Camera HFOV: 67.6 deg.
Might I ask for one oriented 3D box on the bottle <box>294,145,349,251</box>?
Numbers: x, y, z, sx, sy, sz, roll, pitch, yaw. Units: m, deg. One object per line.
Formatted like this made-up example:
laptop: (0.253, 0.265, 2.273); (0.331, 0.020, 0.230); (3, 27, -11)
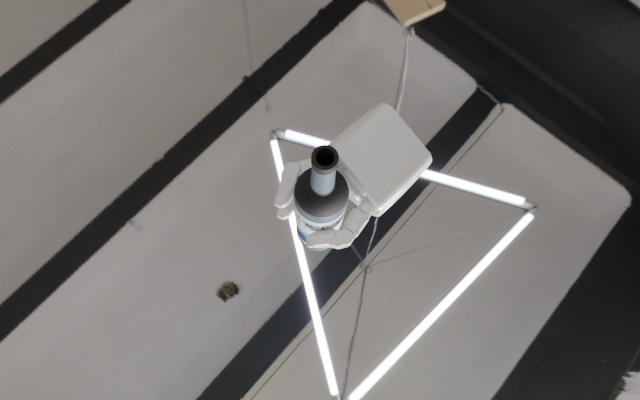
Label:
bottle: (0.000, 0.002, 0.608); (0.069, 0.069, 0.296); (0, -18, -2)
